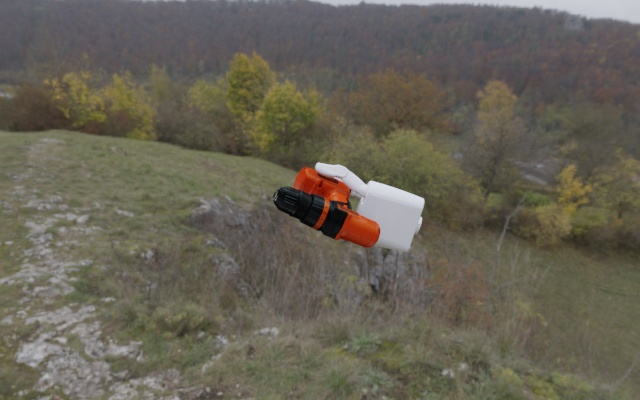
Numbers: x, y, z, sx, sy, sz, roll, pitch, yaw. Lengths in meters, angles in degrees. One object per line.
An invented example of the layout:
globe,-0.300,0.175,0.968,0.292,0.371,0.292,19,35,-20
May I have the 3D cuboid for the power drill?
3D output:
power drill,0.000,0.003,0.815,0.184,0.057,0.187,25,16,-17
